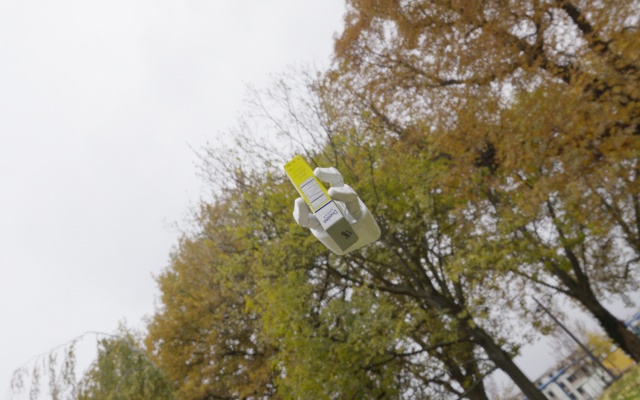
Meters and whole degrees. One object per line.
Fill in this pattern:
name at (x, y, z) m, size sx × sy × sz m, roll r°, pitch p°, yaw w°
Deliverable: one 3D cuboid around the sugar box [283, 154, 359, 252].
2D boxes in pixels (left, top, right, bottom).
sugar box at (0.001, 0.003, 0.870) m, size 0.048 × 0.176 × 0.093 m, roll -38°, pitch -37°, yaw 0°
